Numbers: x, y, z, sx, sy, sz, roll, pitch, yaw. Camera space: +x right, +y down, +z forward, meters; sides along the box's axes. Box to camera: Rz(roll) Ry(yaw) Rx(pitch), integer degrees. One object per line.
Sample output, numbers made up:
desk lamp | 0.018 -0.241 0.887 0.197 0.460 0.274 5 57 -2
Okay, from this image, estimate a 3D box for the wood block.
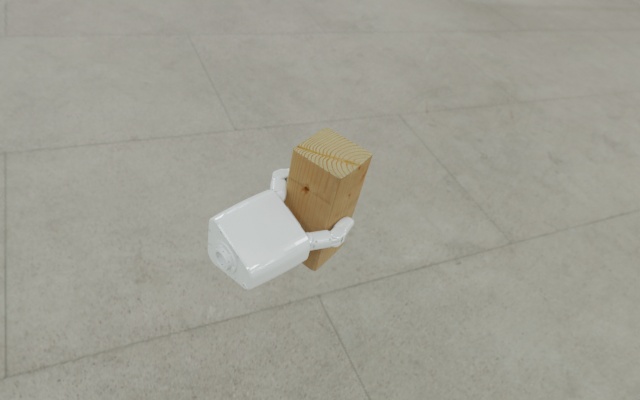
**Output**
wood block | 0.000 0.003 0.766 0.091 0.206 0.090 33 46 19
